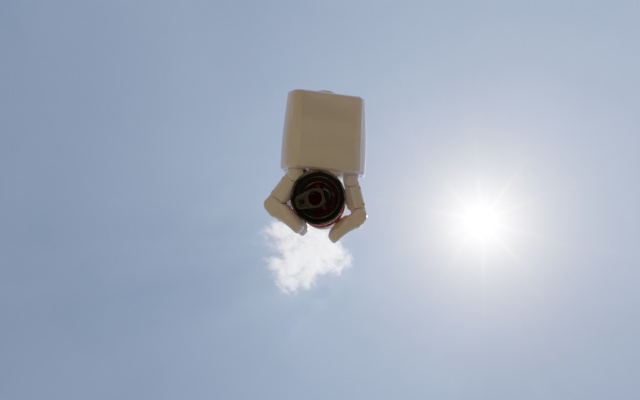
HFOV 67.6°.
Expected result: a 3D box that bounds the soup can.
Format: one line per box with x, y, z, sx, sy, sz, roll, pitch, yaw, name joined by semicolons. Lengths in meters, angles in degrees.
0.000;0.003;0.630;0.068;0.068;0.102;0;-8;4;soup can
